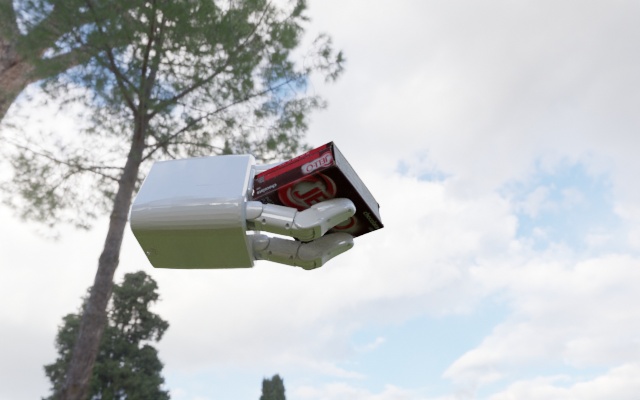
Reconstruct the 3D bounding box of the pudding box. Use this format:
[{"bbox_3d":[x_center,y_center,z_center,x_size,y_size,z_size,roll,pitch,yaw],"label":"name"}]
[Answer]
[{"bbox_3d":[0.000,0.001,0.478,0.090,0.039,0.113,-21,-41,21],"label":"pudding box"}]
